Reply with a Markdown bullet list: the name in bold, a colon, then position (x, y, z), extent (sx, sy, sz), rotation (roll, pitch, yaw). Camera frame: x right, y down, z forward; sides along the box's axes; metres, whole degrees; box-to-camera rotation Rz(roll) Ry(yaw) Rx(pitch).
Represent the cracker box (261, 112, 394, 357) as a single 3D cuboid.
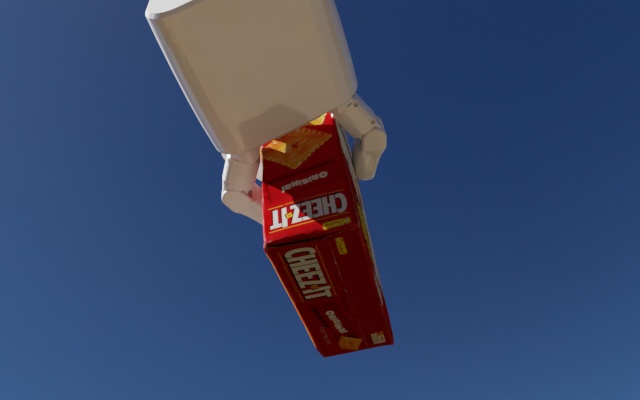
- **cracker box**: position (0.000, 0.001, 0.421), extent (0.072, 0.213, 0.164), rotation (-14, -45, 6)
